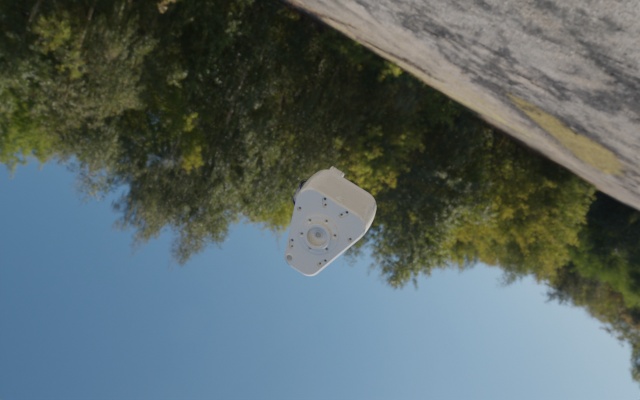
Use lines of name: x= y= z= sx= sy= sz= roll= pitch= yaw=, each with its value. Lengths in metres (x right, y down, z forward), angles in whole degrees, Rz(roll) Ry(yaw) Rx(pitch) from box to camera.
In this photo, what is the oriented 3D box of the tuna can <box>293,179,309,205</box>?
tuna can: x=0.000 y=0.003 z=0.756 sx=0.086 sy=0.034 sz=0.086 roll=24 pitch=20 yaw=-9
